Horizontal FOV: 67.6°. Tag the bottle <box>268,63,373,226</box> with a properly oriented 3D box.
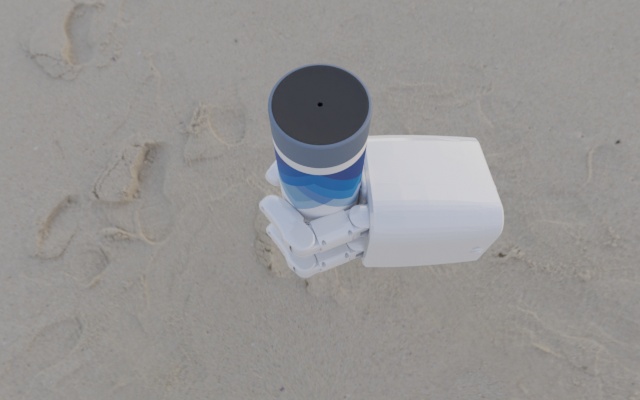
[{"bbox_3d":[0.000,0.001,0.434,0.069,0.069,0.296,0,-25,0],"label":"bottle"}]
